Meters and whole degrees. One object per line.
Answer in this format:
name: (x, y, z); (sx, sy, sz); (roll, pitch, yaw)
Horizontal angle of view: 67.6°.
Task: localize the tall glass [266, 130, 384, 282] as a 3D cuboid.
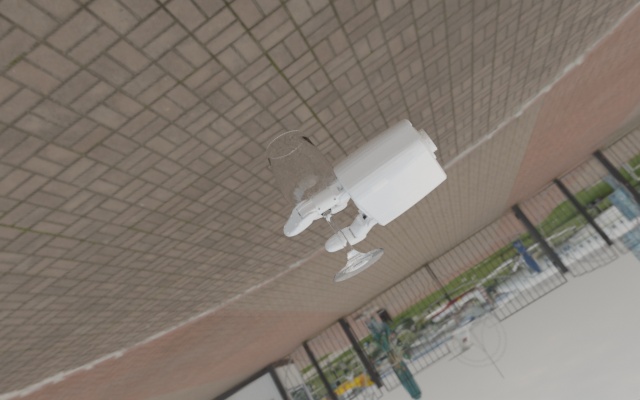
tall glass: (0.000, 0.003, 0.631); (0.079, 0.201, 0.079); (-28, -20, -11)
